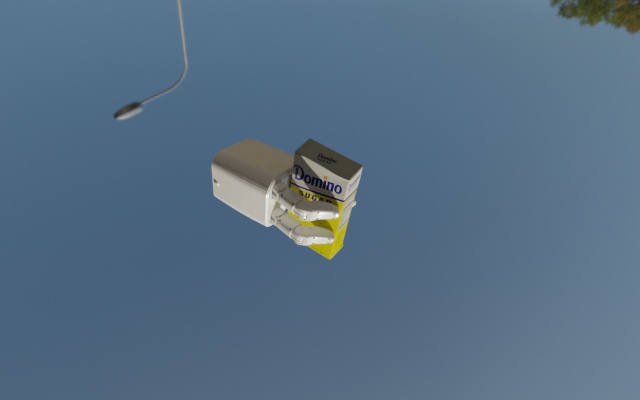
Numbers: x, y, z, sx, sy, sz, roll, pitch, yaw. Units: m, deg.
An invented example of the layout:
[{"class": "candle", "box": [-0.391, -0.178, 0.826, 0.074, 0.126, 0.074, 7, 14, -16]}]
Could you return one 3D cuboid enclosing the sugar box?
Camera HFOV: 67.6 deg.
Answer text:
[{"class": "sugar box", "box": [0.000, 0.003, 0.717, 0.093, 0.176, 0.048, 29, 50, 18]}]
